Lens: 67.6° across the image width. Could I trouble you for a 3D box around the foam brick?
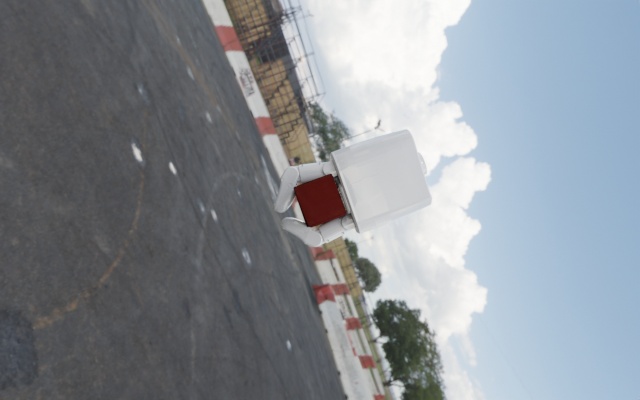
[{"bbox_3d":[0.000,0.002,0.605,0.051,0.053,0.078,-20,-4,0],"label":"foam brick"}]
